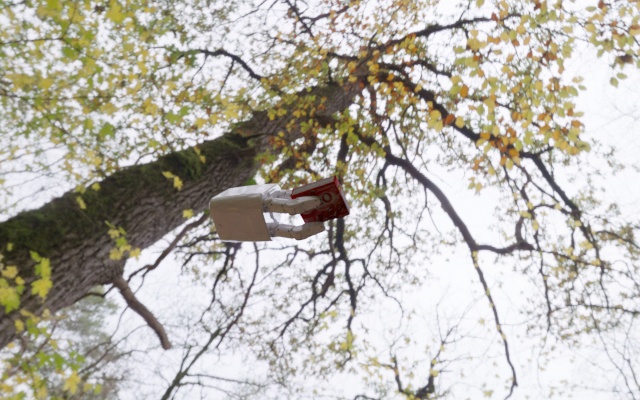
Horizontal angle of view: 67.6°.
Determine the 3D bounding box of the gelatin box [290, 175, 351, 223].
[{"bbox_3d":[0.001,0.002,0.859,0.089,0.073,0.030,-18,26,17],"label":"gelatin box"}]
